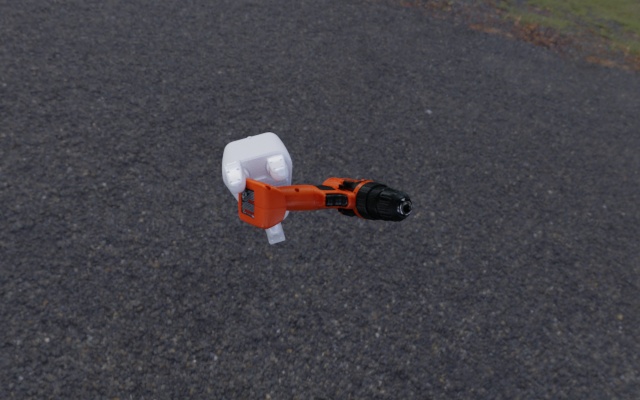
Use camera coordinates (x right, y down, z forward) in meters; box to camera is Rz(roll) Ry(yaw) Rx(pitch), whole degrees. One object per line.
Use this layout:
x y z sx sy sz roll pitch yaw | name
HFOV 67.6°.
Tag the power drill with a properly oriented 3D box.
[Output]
0.000 0.002 0.622 0.187 0.057 0.184 -1 6 -29 | power drill
